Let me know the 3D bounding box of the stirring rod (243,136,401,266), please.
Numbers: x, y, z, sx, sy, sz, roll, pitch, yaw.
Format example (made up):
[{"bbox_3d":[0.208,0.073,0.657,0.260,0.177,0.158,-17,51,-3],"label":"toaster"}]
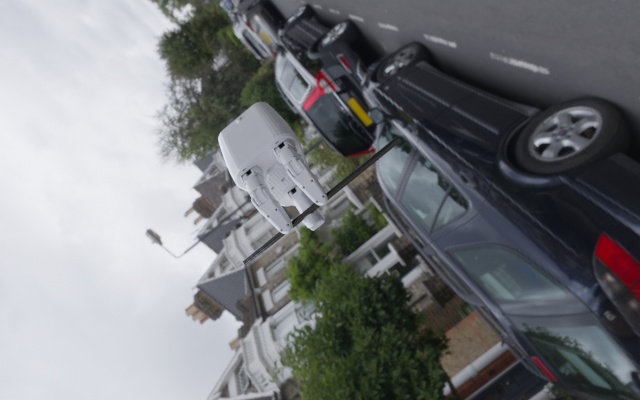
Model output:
[{"bbox_3d":[0.000,0.002,0.577,0.239,0.011,0.011,-39,-4,5],"label":"stirring rod"}]
